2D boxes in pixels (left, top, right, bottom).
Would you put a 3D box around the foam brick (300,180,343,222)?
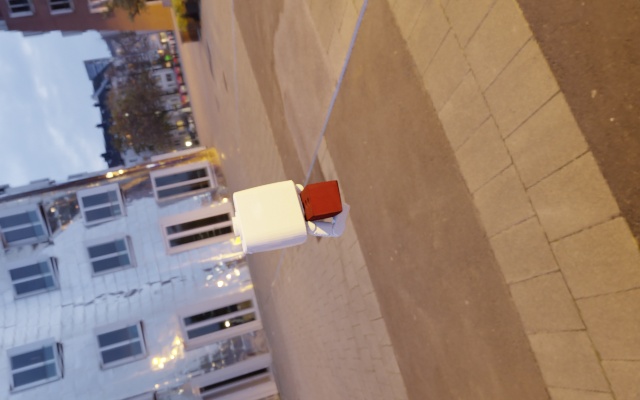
[{"bbox_3d":[0.000,0.002,0.788,0.051,0.053,0.078,-9,-9,-13],"label":"foam brick"}]
